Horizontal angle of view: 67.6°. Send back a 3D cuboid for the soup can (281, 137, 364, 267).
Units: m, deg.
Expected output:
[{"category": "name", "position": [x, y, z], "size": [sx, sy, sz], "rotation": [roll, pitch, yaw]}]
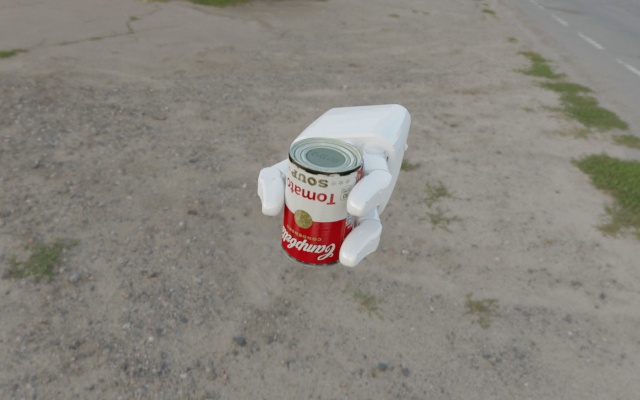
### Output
[{"category": "soup can", "position": [0.000, 0.001, 0.441], "size": [0.068, 0.102, 0.068], "rotation": [5, 33, -3]}]
